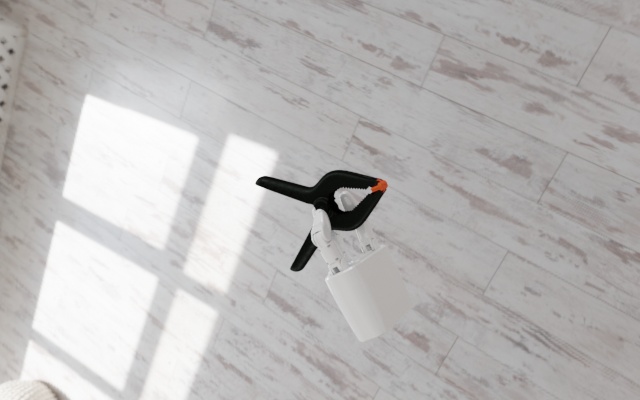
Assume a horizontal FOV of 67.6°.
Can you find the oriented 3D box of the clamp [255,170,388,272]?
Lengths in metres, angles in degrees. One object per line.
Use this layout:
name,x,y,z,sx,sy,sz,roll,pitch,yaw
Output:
clamp,0.000,0.003,0.733,0.210,0.164,0.036,-29,0,27
